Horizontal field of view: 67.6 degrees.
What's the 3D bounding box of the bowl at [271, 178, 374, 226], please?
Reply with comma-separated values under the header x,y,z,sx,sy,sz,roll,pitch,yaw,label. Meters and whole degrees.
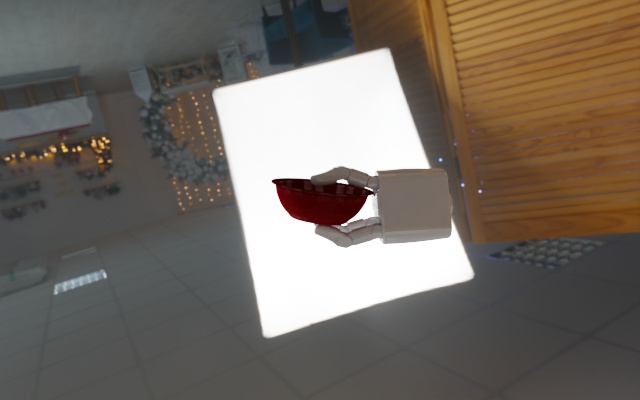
x,y,z,sx,sy,sz,roll,pitch,yaw,label
-0.001,0.003,0.749,0.162,0.055,0.162,7,9,-1,bowl
